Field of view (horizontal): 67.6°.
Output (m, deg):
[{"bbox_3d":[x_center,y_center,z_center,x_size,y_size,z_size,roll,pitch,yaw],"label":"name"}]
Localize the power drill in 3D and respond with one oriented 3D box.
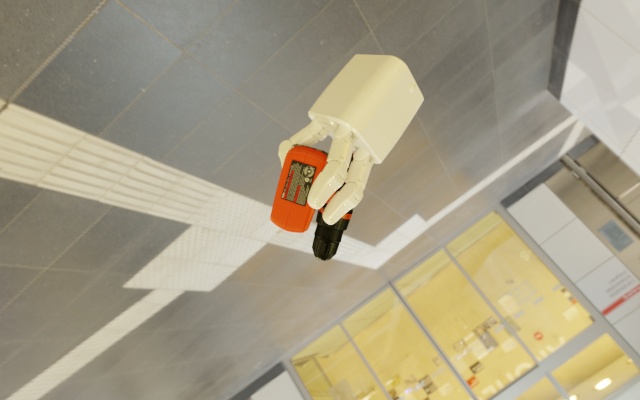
[{"bbox_3d":[0.000,0.002,0.661,0.057,0.184,0.187,16,5,20],"label":"power drill"}]
